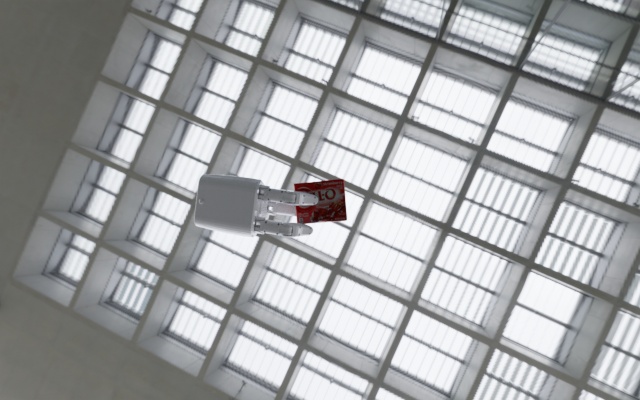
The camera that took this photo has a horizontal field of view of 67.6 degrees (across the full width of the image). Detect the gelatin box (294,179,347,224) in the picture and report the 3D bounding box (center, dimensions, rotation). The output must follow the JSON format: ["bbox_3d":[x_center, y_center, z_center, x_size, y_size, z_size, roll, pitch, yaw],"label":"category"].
[{"bbox_3d":[0.001,0.003,0.835,0.089,0.073,0.030,-5,-3,4],"label":"gelatin box"}]
